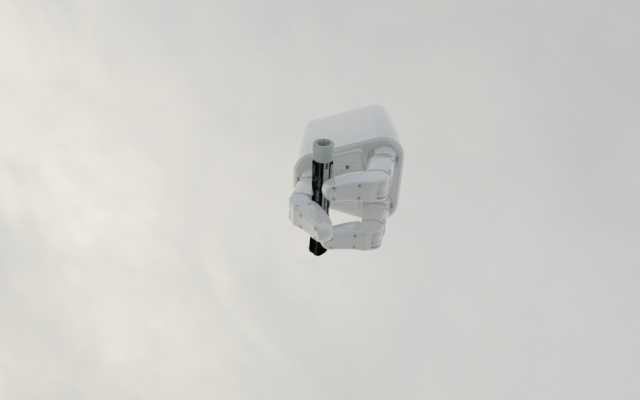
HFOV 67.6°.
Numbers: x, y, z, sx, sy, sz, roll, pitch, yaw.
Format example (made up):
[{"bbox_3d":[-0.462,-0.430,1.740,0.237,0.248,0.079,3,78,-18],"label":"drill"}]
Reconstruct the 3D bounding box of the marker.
[{"bbox_3d":[0.000,0.001,0.442,0.020,0.121,0.020,2,32,-1],"label":"marker"}]
